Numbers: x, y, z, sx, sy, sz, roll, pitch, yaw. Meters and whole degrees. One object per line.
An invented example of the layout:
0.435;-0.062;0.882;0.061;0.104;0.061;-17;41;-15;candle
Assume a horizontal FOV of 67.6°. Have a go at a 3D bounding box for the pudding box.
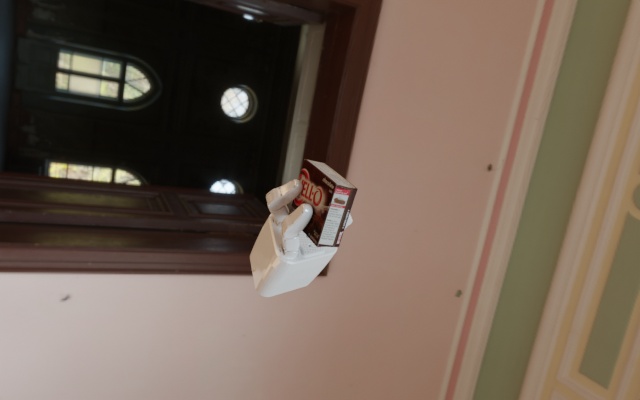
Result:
0.000;0.002;0.664;0.039;0.090;0.113;7;18;-30;pudding box
